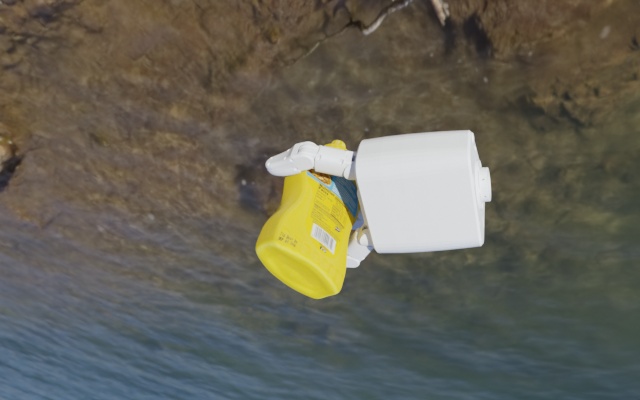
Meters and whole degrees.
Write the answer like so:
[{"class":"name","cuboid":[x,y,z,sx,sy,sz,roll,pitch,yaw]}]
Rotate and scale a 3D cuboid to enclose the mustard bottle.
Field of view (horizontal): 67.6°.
[{"class":"mustard bottle","cuboid":[0.000,0.002,0.517,0.096,0.191,0.058,41,-45,-25]}]
